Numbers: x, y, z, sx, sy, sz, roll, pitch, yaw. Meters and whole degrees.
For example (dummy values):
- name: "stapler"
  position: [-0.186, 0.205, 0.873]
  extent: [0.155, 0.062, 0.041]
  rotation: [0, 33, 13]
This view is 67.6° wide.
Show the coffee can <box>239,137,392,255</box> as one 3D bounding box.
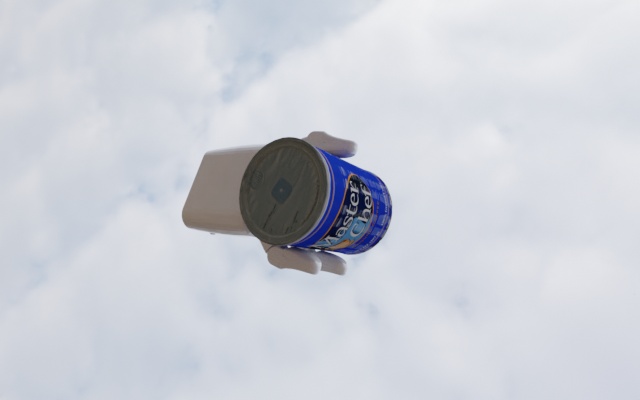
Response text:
- name: "coffee can"
  position: [0.000, 0.002, 0.500]
  extent: [0.103, 0.103, 0.140]
  rotation: [0, -9, 33]
